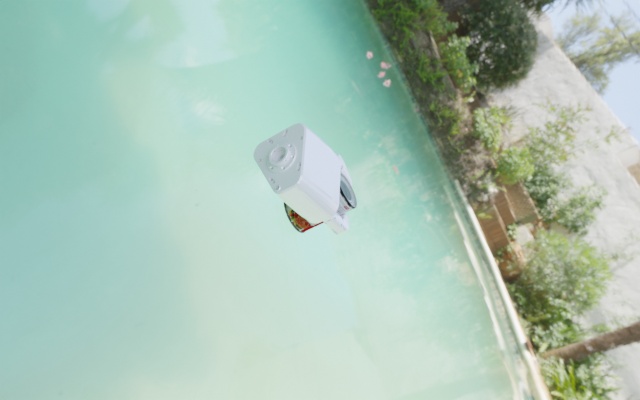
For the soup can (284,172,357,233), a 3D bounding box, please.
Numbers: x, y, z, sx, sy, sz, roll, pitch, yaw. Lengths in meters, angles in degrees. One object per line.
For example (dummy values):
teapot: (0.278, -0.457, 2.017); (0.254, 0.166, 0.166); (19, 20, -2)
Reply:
soup can: (0.001, 0.003, 0.785); (0.102, 0.068, 0.068); (-26, -9, 18)
